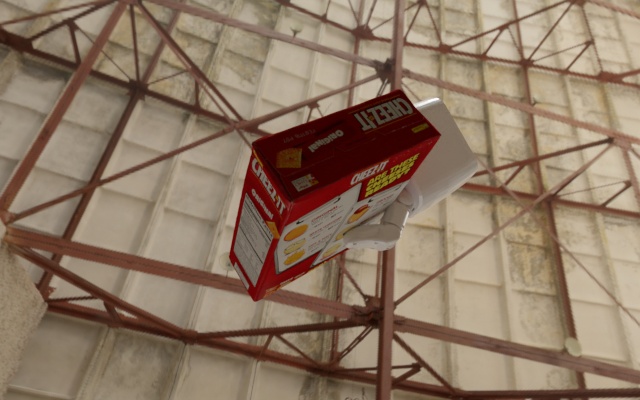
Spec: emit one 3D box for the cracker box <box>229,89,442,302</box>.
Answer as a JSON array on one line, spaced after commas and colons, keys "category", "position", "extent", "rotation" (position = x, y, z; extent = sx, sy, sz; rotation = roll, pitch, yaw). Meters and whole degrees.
[{"category": "cracker box", "position": [0.000, 0.002, 0.481], "extent": [0.164, 0.072, 0.214], "rotation": [-25, -22, -28]}]
